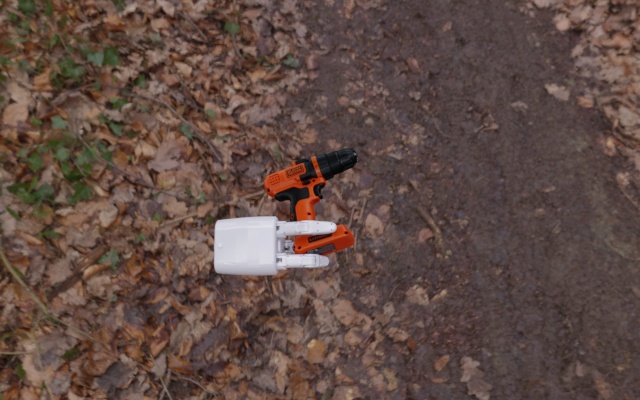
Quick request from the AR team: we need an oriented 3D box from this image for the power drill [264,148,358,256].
[{"bbox_3d":[0.000,0.003,0.866,0.184,0.187,0.057,-21,-31,7],"label":"power drill"}]
